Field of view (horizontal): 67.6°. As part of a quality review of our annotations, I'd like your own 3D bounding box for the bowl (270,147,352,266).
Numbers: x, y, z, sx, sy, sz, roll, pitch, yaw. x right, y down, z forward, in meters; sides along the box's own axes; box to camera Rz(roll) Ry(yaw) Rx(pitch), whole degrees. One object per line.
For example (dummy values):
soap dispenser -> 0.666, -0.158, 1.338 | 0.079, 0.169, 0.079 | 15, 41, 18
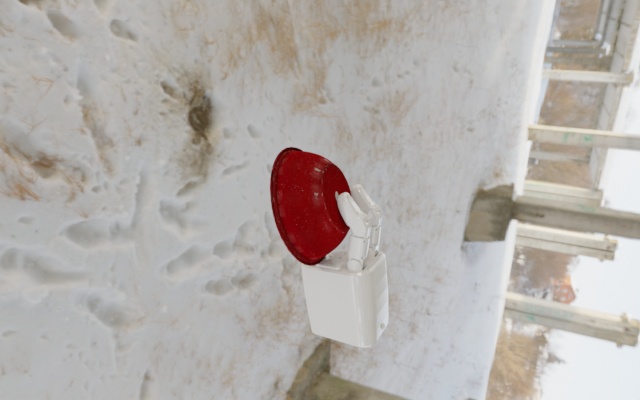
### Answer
bowl -> 0.000, 0.001, 0.627 | 0.055, 0.162, 0.162 | -13, -6, 26
